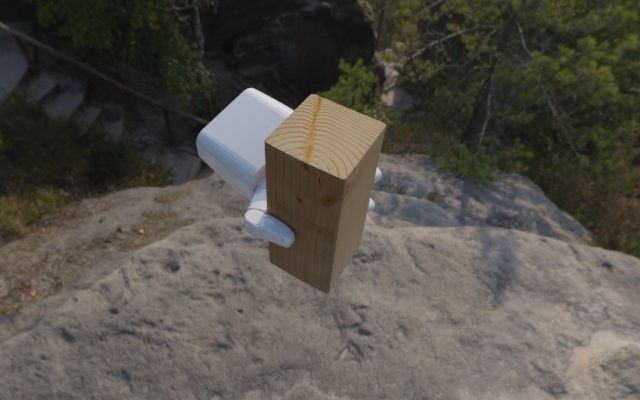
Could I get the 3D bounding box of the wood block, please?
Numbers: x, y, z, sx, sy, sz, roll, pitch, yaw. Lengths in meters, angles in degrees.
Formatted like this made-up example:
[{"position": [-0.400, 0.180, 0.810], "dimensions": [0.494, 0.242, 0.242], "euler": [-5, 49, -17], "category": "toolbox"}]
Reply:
[{"position": [0.000, 0.002, 0.534], "dimensions": [0.090, 0.090, 0.206], "euler": [26, -37, 17], "category": "wood block"}]
